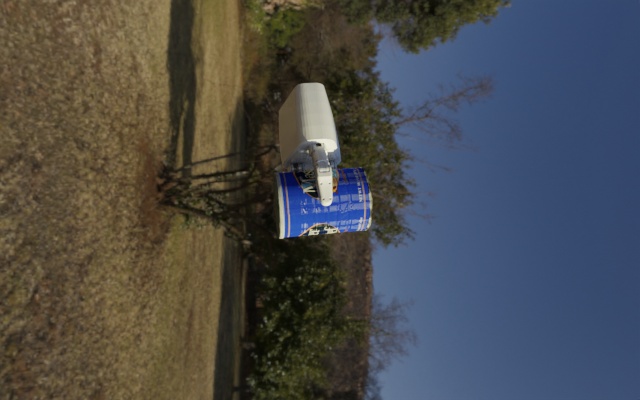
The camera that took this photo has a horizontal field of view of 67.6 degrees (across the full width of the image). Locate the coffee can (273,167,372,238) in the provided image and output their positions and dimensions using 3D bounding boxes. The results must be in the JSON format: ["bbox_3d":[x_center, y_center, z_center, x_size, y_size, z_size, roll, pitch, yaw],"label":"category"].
[{"bbox_3d":[0.000,0.003,0.751,0.140,0.103,0.103,-5,1,-9],"label":"coffee can"}]
